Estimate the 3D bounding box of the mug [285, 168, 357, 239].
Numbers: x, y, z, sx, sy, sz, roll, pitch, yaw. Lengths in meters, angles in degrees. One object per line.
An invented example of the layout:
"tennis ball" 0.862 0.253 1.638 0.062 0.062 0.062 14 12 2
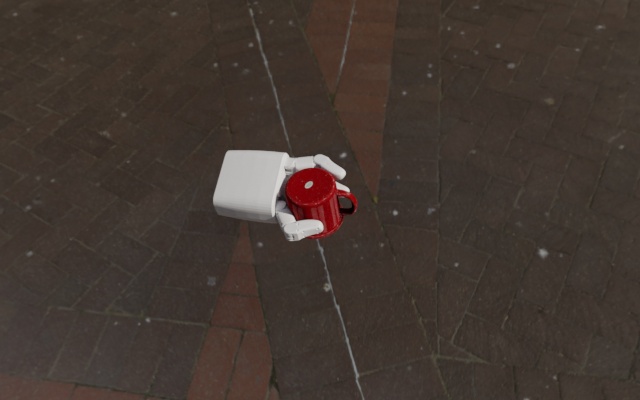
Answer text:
"mug" 0.001 0.003 0.766 0.117 0.093 0.082 4 -38 12
